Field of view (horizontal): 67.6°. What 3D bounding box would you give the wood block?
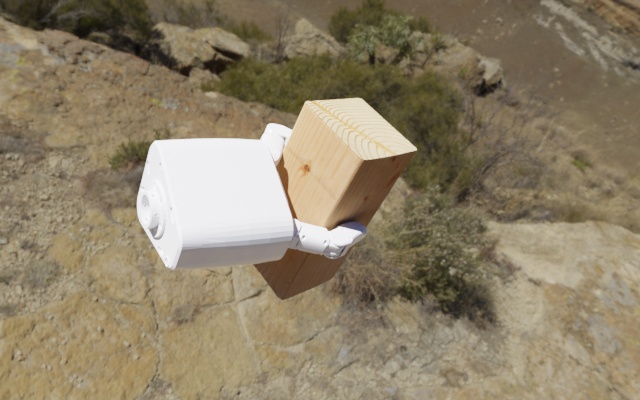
[{"bbox_3d":[0.000,0.002,0.522,0.090,0.206,0.090,-15,54,-44],"label":"wood block"}]
